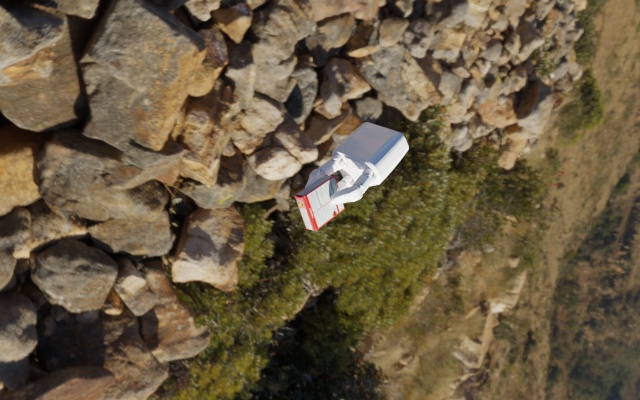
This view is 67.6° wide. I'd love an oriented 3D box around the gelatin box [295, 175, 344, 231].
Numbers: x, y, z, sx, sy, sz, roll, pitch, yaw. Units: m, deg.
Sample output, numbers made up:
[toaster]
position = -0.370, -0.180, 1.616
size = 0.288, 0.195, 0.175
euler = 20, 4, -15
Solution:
[gelatin box]
position = 0.000, 0.003, 0.898
size = 0.030, 0.073, 0.089
euler = 7, 33, 45
